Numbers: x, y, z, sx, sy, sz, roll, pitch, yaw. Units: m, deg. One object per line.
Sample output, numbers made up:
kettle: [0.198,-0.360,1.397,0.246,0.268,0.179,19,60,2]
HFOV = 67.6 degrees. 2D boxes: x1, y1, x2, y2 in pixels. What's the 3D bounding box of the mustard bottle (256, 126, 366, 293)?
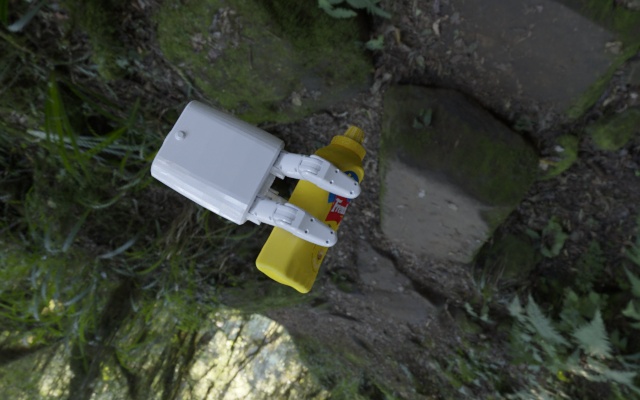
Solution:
mustard bottle: [0.000,0.002,0.525,0.058,0.191,0.096,21,-15,21]
